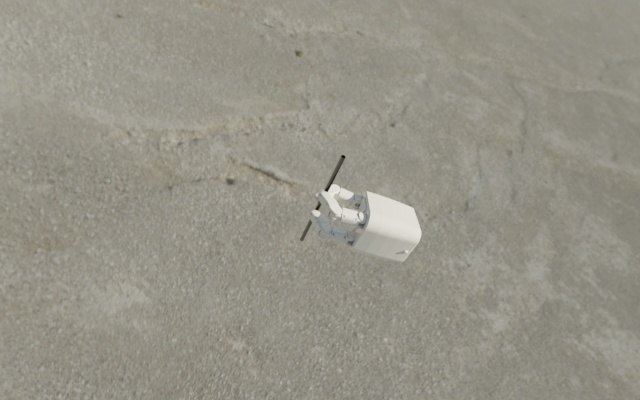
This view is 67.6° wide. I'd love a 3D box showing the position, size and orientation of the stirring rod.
[{"bbox_3d":[0.000,0.003,0.887,0.011,0.011,0.240,0,-40,-24],"label":"stirring rod"}]
